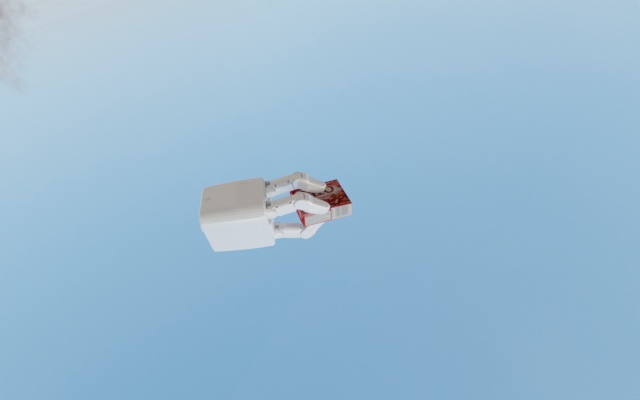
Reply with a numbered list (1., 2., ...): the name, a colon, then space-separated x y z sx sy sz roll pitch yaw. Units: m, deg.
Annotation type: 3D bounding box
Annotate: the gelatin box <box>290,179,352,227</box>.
1. gelatin box: 0.000 0.003 0.809 0.089 0.030 0.073 -13 40 -14
